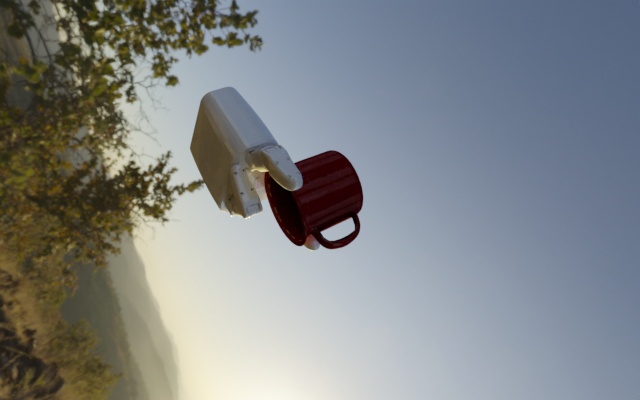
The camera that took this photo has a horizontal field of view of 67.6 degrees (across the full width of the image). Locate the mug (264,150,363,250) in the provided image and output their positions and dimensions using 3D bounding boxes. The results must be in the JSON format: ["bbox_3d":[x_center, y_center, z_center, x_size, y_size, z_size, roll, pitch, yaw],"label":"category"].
[{"bbox_3d":[0.001,0.003,0.529,0.081,0.117,0.093,-23,-30,-22],"label":"mug"}]
